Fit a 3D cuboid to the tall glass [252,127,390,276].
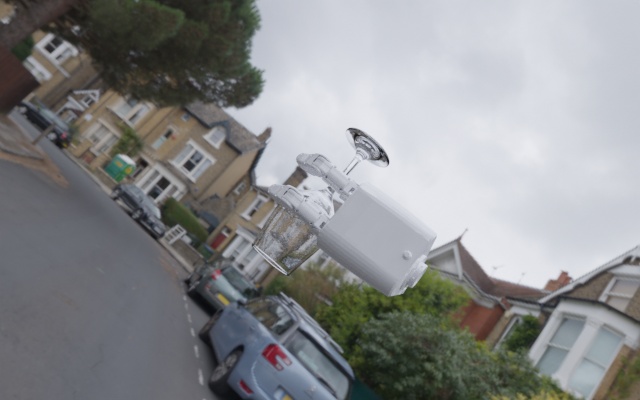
[{"bbox_3d":[0.000,0.001,0.618,0.079,0.201,0.079,39,-13,11],"label":"tall glass"}]
